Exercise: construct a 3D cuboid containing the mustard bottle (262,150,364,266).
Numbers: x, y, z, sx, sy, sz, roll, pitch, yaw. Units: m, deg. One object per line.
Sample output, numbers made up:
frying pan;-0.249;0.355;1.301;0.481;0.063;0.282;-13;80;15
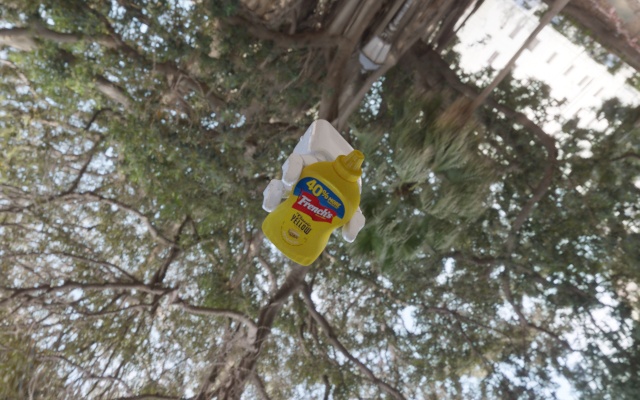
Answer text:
mustard bottle;0.000;0.003;0.675;0.096;0.192;0.058;41;32;4
